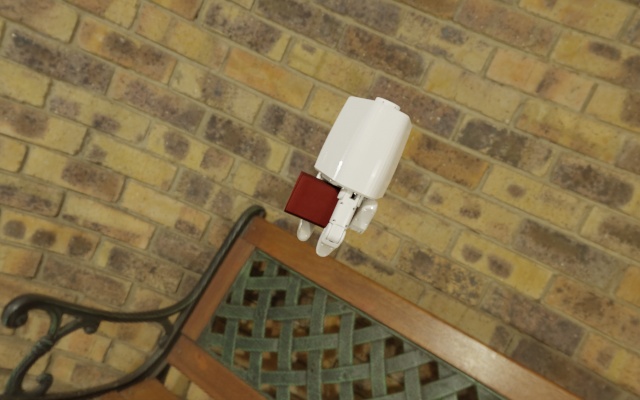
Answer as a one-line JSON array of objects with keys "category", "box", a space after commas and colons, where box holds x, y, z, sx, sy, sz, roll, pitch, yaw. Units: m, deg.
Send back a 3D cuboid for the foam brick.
[{"category": "foam brick", "box": [0.000, 0.002, 0.601, 0.078, 0.051, 0.053, 23, 8, -6]}]
